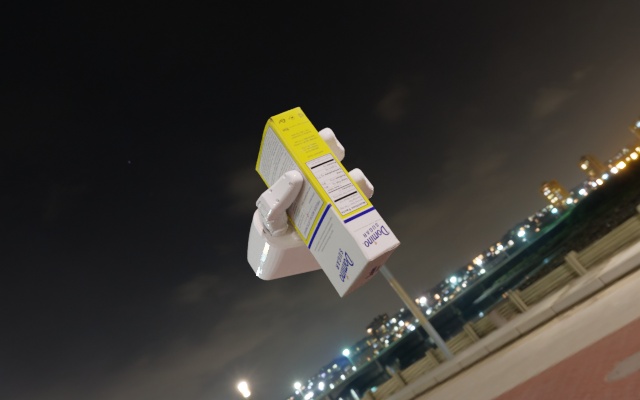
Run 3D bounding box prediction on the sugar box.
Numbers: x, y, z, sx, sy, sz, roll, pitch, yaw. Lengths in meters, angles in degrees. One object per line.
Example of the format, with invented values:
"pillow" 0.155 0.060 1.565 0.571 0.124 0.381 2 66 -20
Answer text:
"sugar box" 0.000 0.001 0.485 0.048 0.176 0.093 -27 -20 -28
